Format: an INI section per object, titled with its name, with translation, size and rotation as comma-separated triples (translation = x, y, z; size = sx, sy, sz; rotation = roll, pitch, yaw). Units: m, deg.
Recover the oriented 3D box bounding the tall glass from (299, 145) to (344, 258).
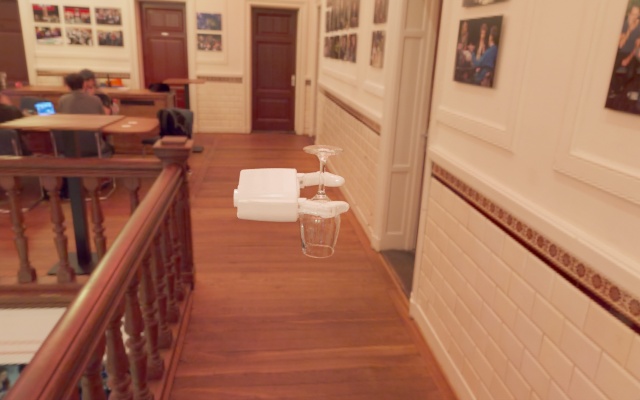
[tall glass]
translation = 0.000, 0.002, 0.888
size = 0.079, 0.201, 0.079
rotation = 2, 18, -1
